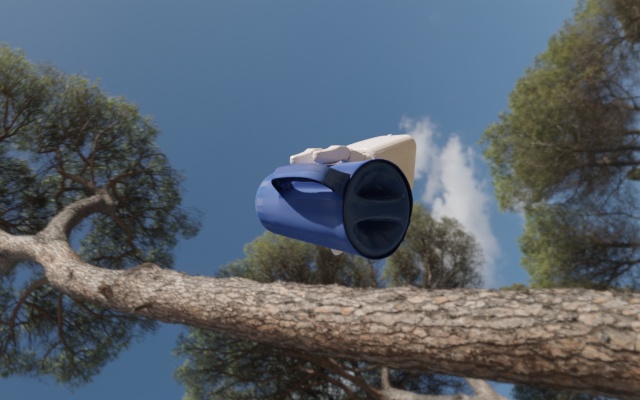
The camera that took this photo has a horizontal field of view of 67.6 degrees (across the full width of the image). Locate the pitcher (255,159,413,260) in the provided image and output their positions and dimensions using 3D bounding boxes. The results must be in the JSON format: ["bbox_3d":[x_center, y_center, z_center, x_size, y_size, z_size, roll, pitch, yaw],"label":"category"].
[{"bbox_3d":[0.000,0.002,0.709,0.145,0.149,0.243,-24,17,-36],"label":"pitcher"}]
